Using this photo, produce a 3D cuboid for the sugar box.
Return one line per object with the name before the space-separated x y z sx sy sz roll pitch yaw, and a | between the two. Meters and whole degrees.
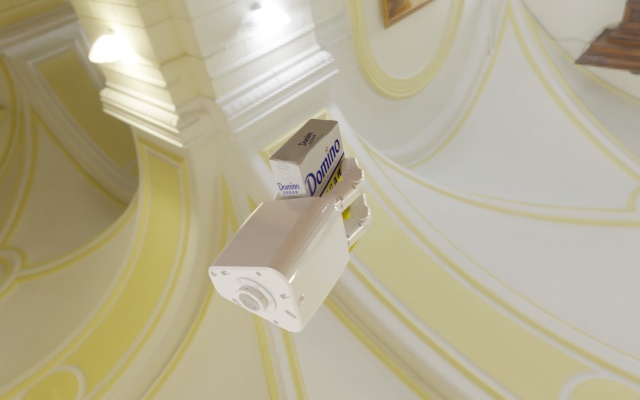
sugar box | 0.001 0.002 0.571 0.048 0.176 0.093 12 43 28
